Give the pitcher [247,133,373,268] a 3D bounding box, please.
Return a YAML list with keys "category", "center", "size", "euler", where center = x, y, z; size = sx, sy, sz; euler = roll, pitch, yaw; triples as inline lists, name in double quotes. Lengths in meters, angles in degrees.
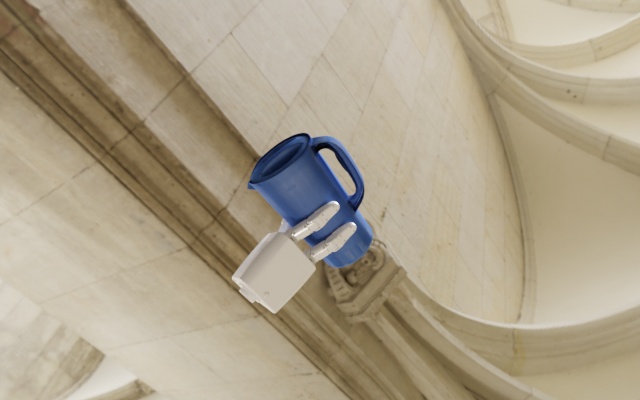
- category: "pitcher"
  center: [0.000, 0.003, 0.863]
  size: [0.243, 0.145, 0.149]
  euler: [51, -21, -26]
